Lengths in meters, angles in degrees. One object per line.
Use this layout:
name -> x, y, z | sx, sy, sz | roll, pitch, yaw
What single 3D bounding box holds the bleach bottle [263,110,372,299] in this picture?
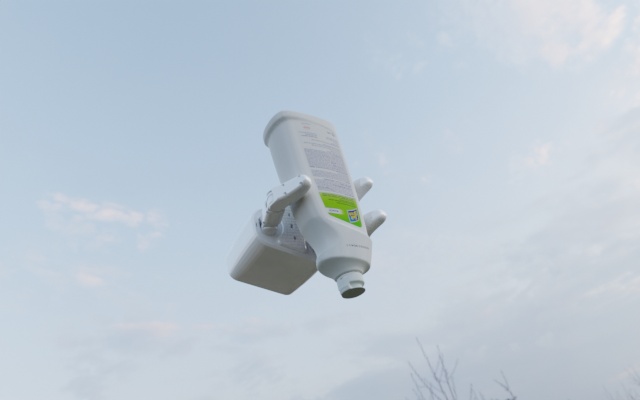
bleach bottle -> 0.000, 0.002, 0.595 | 0.102, 0.250, 0.068 | 7, -40, -31
